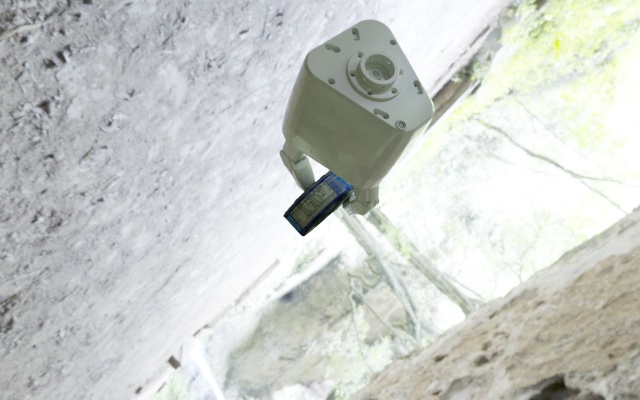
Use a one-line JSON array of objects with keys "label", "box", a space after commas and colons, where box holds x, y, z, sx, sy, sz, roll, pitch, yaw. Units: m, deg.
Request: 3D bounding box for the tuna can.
[{"label": "tuna can", "box": [0.000, 0.002, 0.536, 0.086, 0.034, 0.086, -42, -5, -4]}]
